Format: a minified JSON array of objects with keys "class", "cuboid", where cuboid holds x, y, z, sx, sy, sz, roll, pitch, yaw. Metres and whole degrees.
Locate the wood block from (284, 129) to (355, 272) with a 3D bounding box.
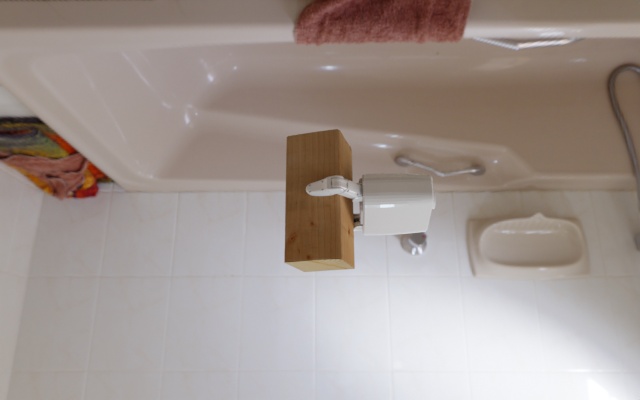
[{"class":"wood block","cuboid":[0.000,0.002,0.762,0.090,0.206,0.091,-6,-19,16]}]
